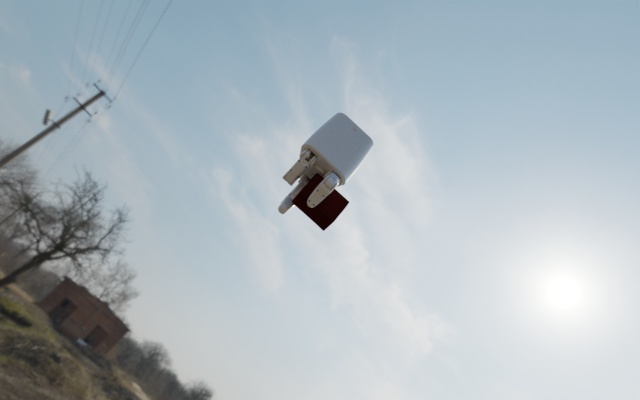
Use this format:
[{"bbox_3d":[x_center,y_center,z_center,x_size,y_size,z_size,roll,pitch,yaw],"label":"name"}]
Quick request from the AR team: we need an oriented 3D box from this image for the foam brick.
[{"bbox_3d":[0.000,0.003,0.822,0.051,0.078,0.053,-49,3,-31],"label":"foam brick"}]
